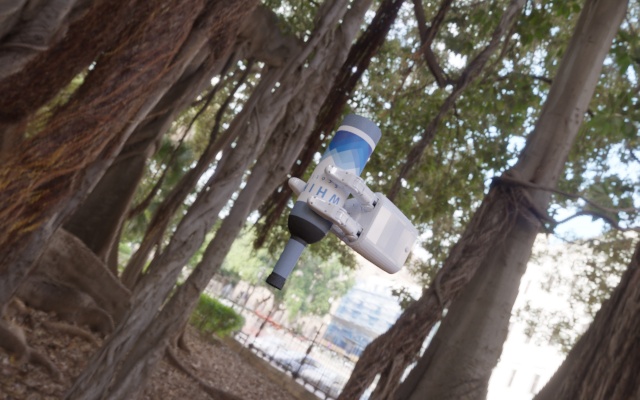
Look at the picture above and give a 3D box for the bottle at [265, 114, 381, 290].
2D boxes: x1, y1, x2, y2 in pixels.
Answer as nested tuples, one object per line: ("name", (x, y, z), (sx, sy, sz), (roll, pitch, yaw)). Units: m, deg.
("bottle", (0.000, 0.002, 0.740), (0.069, 0.295, 0.069), (27, -16, 8))
